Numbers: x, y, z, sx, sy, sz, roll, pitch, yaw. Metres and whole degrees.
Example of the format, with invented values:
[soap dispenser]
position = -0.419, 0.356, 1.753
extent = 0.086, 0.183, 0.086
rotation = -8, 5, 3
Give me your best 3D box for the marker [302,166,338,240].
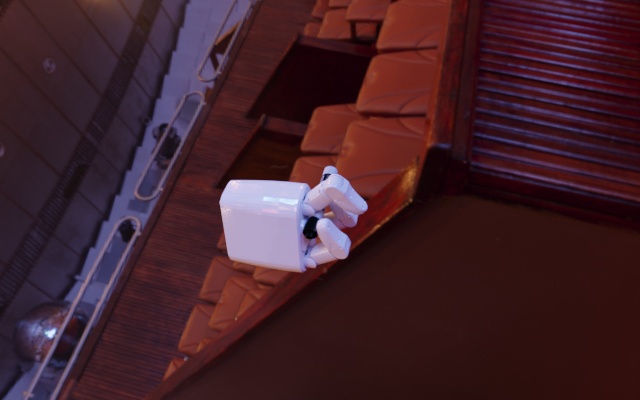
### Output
[marker]
position = 0.000, 0.002, 0.610
extent = 0.020, 0.121, 0.020
rotation = 10, -43, 9
